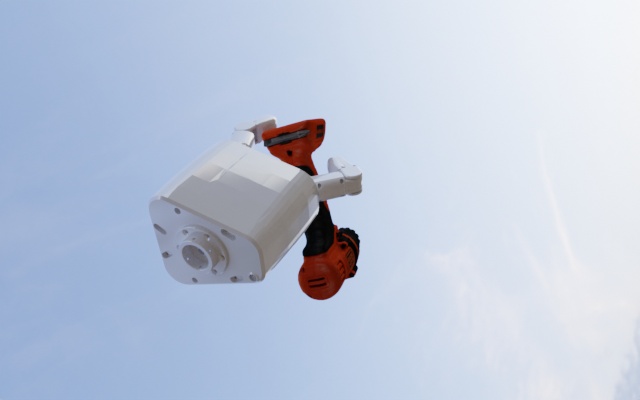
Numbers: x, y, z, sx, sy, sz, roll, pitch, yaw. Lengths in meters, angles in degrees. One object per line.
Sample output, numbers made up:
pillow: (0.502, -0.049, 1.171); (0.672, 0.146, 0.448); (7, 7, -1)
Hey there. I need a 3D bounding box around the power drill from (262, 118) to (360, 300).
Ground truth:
power drill: (0.000, 0.001, 0.550); (0.057, 0.187, 0.184); (-15, 6, 13)
